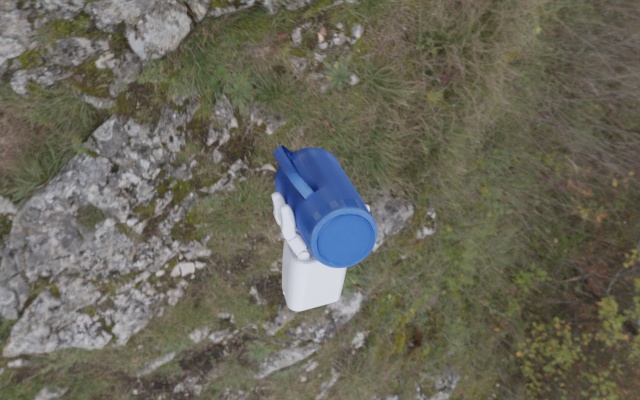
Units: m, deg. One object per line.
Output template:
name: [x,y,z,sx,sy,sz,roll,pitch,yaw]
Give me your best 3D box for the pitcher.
pitcher: [0.000,0.003,0.816,0.149,0.145,0.242,0,25,-17]
